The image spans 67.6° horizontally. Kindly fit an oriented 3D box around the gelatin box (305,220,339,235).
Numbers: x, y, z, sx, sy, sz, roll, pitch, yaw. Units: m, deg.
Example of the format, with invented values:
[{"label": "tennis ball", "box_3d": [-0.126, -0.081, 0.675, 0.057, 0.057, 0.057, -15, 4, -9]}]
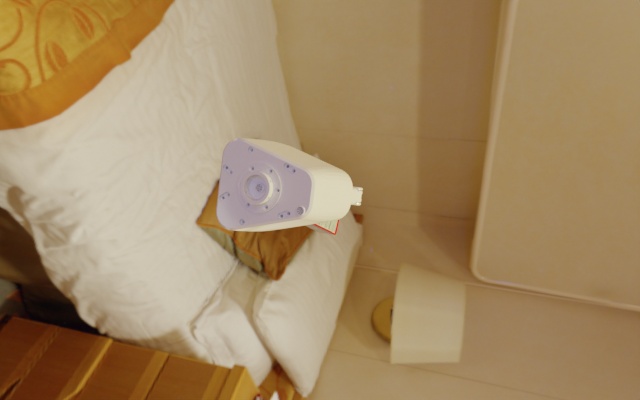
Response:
[{"label": "gelatin box", "box_3d": [0.001, 0.002, 0.641, 0.030, 0.073, 0.089, 7, -11, 26]}]
